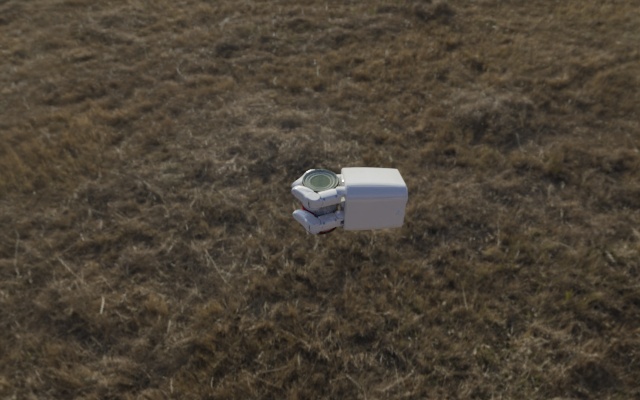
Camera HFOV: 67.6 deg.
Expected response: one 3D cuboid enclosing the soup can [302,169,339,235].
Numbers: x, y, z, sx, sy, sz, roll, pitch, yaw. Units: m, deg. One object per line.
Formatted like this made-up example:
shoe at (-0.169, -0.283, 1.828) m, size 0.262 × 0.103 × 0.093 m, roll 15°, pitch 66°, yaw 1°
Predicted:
soup can at (0.000, 0.003, 0.871) m, size 0.068 × 0.102 × 0.068 m, roll 0°, pitch 40°, yaw 0°
